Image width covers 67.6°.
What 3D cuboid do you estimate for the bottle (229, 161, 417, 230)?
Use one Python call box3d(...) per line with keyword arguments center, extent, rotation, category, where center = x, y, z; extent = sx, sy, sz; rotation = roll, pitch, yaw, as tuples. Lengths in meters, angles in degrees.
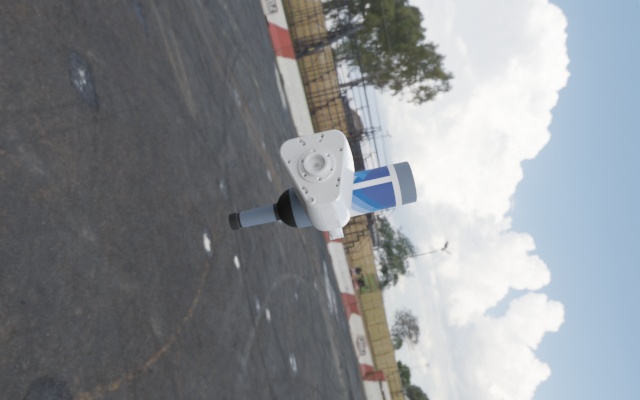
box3d(center=(0.000, 0.002, 0.758), extent=(0.296, 0.069, 0.069), rotation=(-13, -1, 3), category="bottle")
